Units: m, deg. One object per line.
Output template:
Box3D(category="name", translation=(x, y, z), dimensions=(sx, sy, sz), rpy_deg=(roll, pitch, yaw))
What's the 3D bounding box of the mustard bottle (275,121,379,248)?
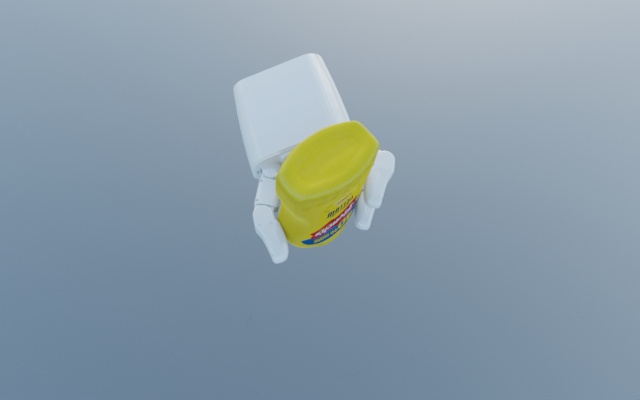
Box3D(category="mustard bottle", translation=(0.000, 0.002, 0.486), dimensions=(0.096, 0.058, 0.192), rpy_deg=(-38, -15, -19))
